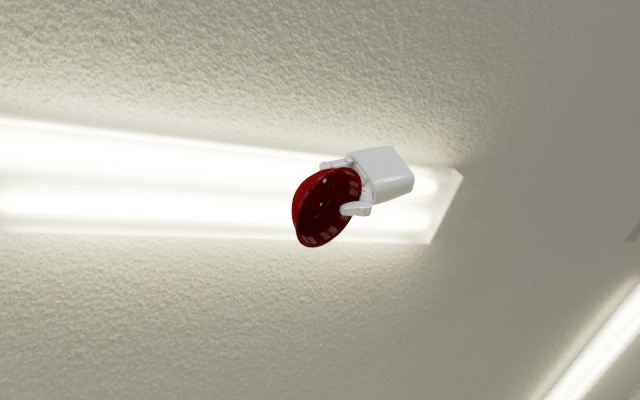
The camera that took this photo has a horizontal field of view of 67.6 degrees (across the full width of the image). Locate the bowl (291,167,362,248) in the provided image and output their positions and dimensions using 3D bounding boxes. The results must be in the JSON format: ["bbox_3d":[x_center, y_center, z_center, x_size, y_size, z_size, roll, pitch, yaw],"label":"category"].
[{"bbox_3d":[-0.001,0.003,0.853,0.055,0.162,0.162,34,21,35],"label":"bowl"}]
